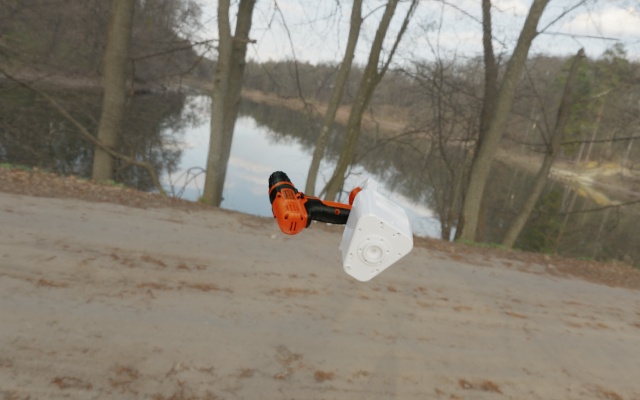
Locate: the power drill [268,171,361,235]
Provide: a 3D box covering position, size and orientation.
[{"bbox_3d":[0.001,0.003,0.868,0.187,0.057,0.184,2,30,-15],"label":"power drill"}]
